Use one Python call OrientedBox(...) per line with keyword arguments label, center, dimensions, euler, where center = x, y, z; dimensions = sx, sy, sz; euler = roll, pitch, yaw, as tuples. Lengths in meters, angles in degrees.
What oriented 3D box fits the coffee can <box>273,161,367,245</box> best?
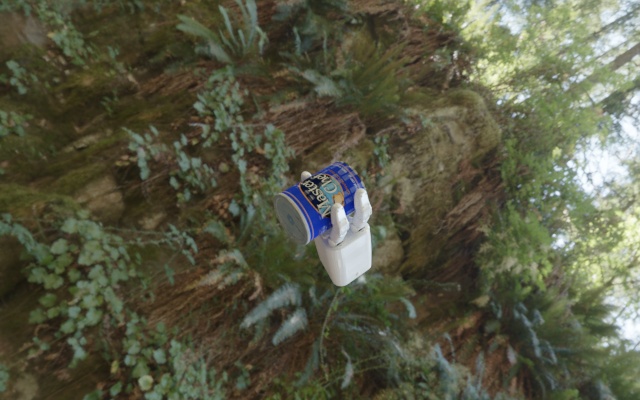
OrientedBox(label="coffee can", center=(0.000, 0.003, 0.872), dimensions=(0.140, 0.103, 0.103), euler=(-31, 14, -25))
